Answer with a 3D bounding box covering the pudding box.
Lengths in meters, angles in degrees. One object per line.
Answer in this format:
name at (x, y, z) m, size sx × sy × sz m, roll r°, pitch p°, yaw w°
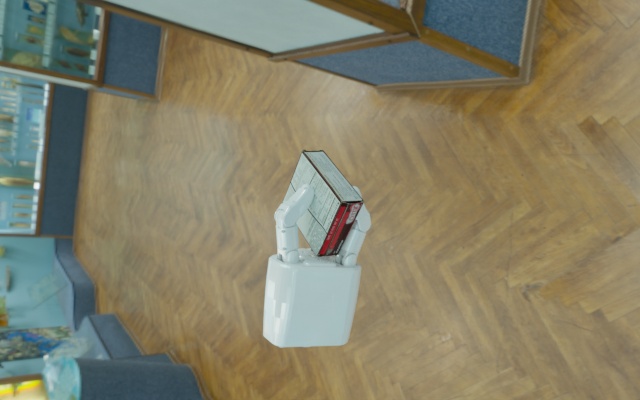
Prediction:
pudding box at (0.000, 0.002, 0.610) m, size 0.039 × 0.090 × 0.113 m, roll -2°, pitch 40°, yaw -36°
